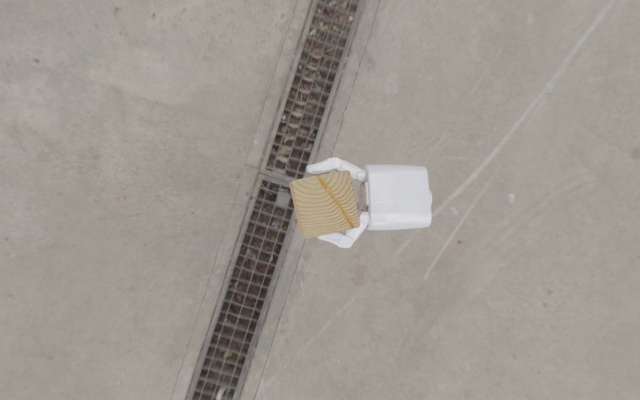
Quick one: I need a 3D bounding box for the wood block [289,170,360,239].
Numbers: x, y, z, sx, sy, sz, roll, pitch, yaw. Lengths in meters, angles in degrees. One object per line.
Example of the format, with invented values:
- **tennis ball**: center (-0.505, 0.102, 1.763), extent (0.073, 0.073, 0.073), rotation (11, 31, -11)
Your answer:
- **wood block**: center (0.000, 0.002, 0.810), extent (0.090, 0.091, 0.206), rotation (-12, 2, -5)
